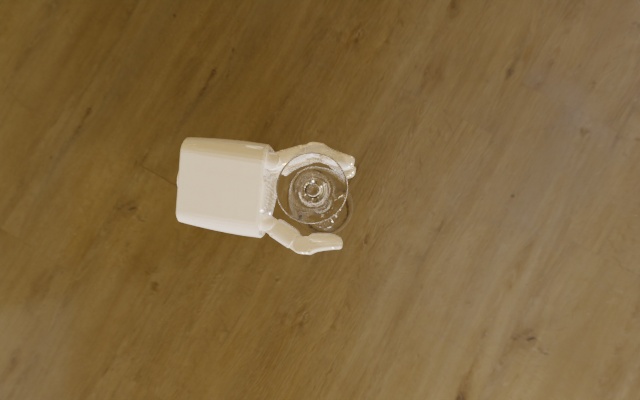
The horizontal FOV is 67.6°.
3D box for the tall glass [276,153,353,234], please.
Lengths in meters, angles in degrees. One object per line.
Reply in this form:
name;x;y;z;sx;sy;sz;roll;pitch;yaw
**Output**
tall glass;0.000;0.002;0.584;0.079;0.079;0.201;0;-9;6
